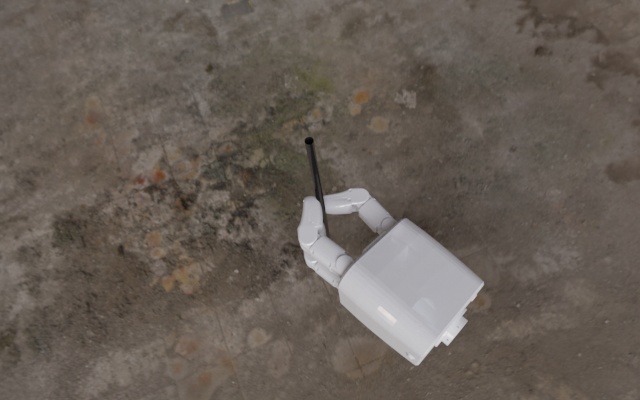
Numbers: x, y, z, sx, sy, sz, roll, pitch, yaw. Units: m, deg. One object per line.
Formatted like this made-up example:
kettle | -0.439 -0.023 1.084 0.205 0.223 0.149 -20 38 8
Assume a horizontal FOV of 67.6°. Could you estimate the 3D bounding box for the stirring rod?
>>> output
stirring rod | 0.000 0.002 0.519 0.011 0.011 0.240 0 -26 5
